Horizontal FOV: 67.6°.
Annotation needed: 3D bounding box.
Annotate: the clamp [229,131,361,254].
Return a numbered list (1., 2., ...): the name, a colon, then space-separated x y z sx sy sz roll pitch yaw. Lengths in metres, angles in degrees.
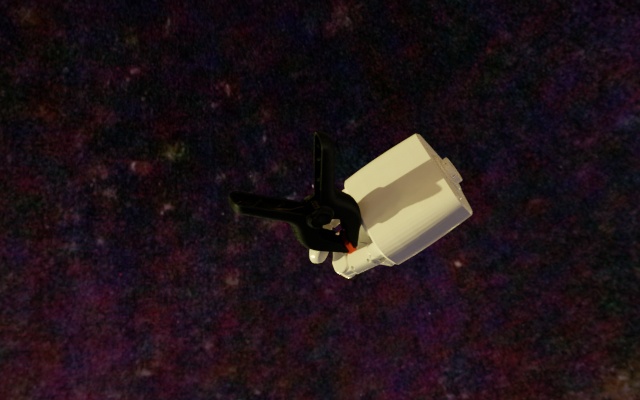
1. clamp: 0.000 0.002 0.513 0.120 0.039 0.171 -37 -43 19
